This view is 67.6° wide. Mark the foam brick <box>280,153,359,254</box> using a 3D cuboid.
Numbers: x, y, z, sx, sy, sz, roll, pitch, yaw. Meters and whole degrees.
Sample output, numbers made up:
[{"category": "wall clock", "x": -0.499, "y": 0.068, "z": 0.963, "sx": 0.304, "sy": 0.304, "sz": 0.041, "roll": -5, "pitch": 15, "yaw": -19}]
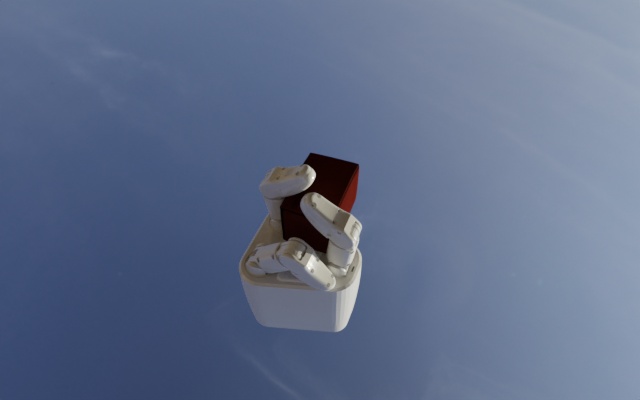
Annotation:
[{"category": "foam brick", "x": 0.000, "y": 0.001, "z": 0.463, "sx": 0.053, "sy": 0.078, "sz": 0.051, "roll": 17, "pitch": -37, "yaw": 14}]
